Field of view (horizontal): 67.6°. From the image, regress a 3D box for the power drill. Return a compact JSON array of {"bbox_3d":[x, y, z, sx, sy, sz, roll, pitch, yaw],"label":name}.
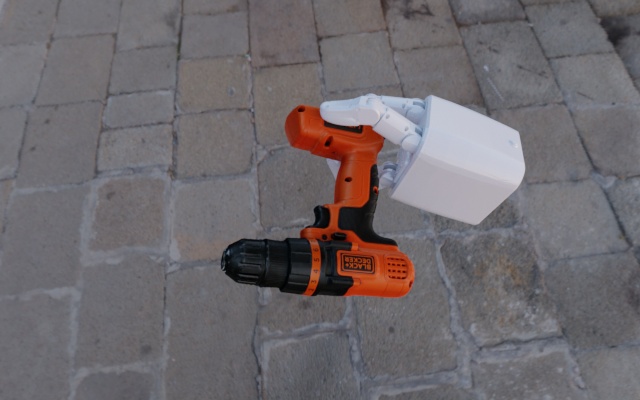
[{"bbox_3d":[0.000,0.001,0.471,0.184,0.187,0.057,9,-24,-20],"label":"power drill"}]
